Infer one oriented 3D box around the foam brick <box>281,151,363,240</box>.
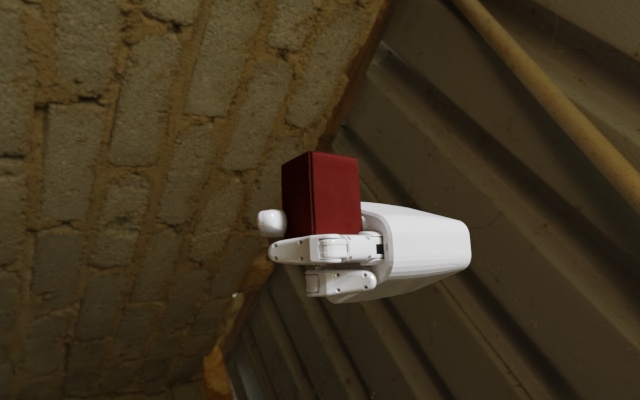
[{"bbox_3d":[0.000,0.001,0.423,0.051,0.078,0.053,2,-9,-32],"label":"foam brick"}]
